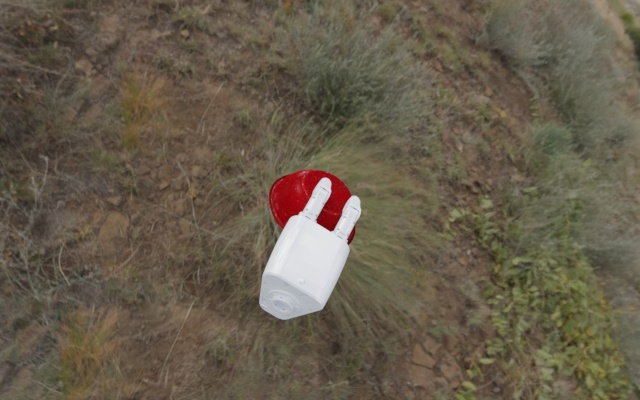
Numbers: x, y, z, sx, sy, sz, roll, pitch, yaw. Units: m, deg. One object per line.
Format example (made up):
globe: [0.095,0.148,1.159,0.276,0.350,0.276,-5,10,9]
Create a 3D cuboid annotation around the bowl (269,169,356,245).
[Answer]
bowl: [0.000,0.001,0.775,0.162,0.162,0.055,0,-38,-37]
